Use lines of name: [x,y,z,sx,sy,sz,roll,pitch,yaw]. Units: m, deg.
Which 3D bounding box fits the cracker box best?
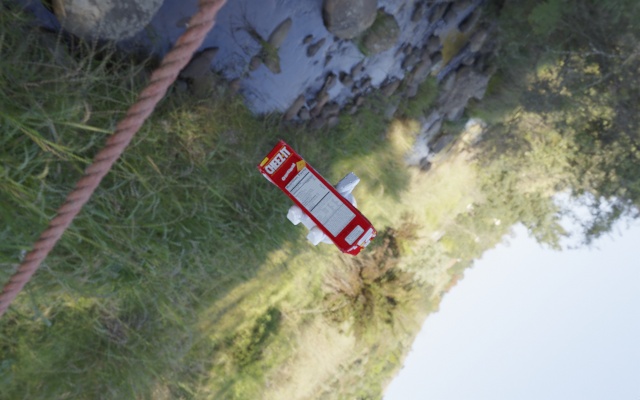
cracker box: [0.000,0.003,0.854,0.213,0.072,0.164,44,1,13]
